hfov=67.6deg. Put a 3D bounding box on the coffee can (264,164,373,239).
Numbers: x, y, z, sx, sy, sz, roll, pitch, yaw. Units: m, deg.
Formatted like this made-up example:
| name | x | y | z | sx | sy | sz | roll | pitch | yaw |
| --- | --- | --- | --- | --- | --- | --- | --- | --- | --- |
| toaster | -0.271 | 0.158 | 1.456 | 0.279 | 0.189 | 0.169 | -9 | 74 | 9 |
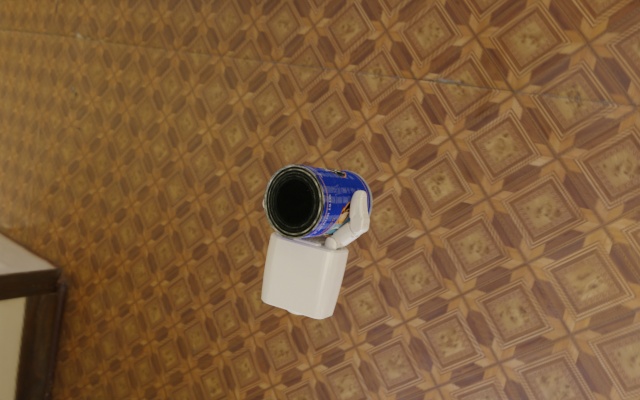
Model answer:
| name | x | y | z | sx | sy | sz | roll | pitch | yaw |
| --- | --- | --- | --- | --- | --- | --- | --- | --- | --- |
| coffee can | 0.000 | 0.002 | 0.708 | 0.103 | 0.103 | 0.140 | 0 | -1 | 33 |
